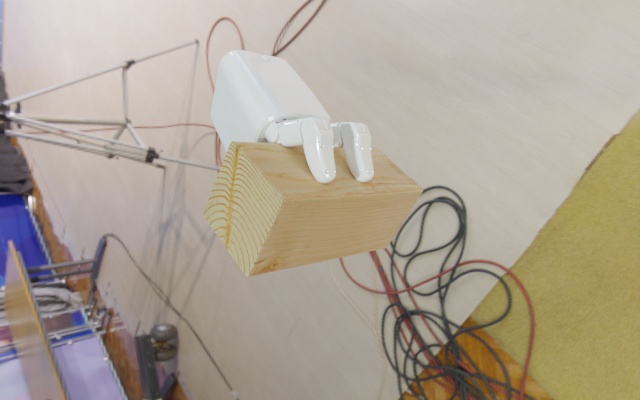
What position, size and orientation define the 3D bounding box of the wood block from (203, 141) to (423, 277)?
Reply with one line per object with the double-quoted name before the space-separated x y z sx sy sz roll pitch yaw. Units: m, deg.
"wood block" 0.000 0.002 0.496 0.206 0.091 0.090 -5 42 -45
